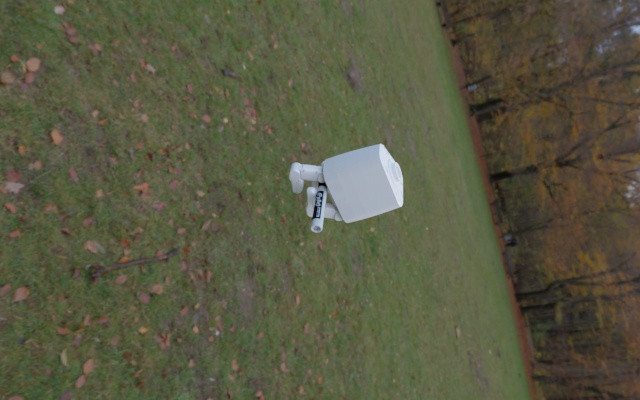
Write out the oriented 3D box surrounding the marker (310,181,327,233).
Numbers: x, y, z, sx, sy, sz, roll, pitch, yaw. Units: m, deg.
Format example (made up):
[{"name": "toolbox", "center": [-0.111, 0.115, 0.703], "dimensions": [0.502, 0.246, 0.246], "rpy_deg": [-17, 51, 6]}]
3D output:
[{"name": "marker", "center": [0.000, 0.003, 0.799], "dimensions": [0.020, 0.121, 0.020], "rpy_deg": [5, -45, 5]}]
